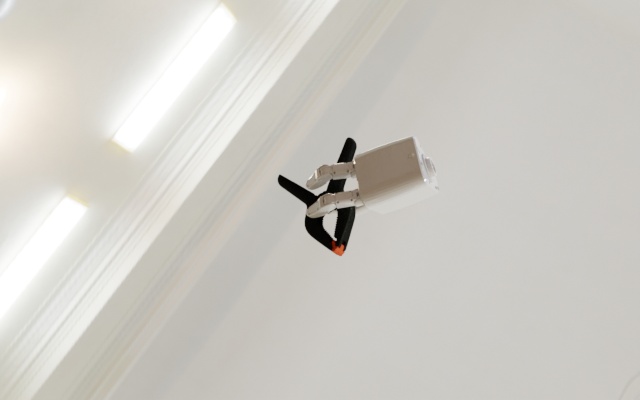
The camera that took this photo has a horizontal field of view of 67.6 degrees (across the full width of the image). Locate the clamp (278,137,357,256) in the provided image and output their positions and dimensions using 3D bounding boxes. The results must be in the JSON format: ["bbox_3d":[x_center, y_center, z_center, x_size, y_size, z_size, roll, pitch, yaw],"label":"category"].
[{"bbox_3d":[0.001,0.003,0.830,0.164,0.209,0.036,-21,-34,23],"label":"clamp"}]
